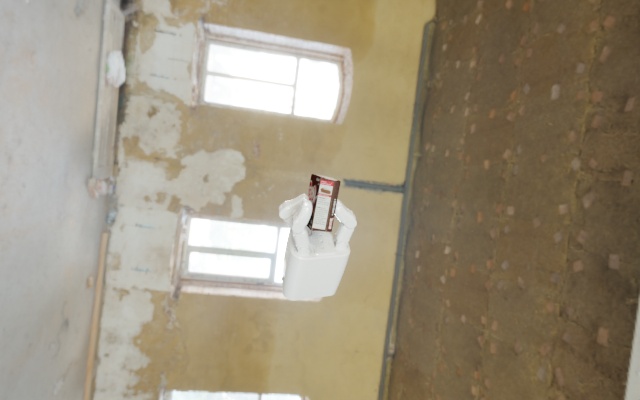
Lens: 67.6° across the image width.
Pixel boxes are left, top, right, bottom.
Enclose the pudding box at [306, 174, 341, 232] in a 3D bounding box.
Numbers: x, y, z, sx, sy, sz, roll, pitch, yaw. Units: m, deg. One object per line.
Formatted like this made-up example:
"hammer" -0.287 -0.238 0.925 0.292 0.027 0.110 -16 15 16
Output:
"pudding box" 0.000 0.003 0.818 0.039 0.090 0.113 8 4 -12
